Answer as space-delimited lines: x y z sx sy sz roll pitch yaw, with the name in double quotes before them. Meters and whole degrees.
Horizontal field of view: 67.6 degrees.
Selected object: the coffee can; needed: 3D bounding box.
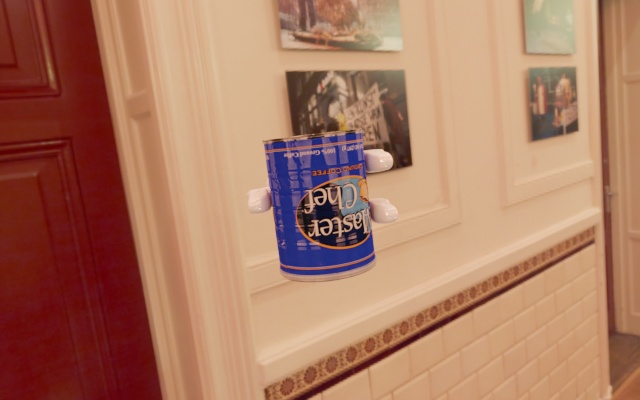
"coffee can" 0.000 0.002 0.494 0.103 0.140 0.103 -7 8 1
